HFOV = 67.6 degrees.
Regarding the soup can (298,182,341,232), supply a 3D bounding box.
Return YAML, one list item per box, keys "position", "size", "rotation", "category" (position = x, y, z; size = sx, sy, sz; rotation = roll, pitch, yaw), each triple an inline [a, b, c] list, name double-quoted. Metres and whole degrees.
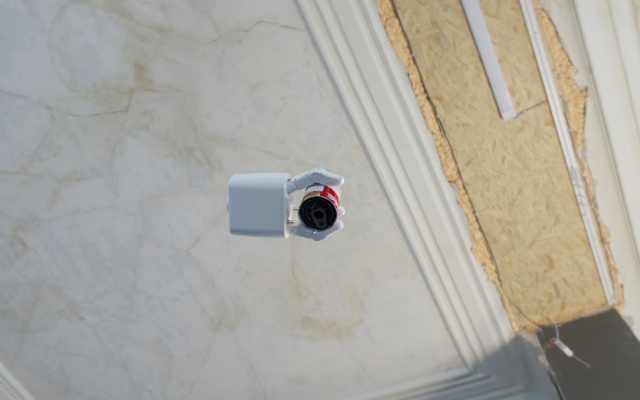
- position: [0.001, 0.003, 0.855]
  size: [0.068, 0.068, 0.102]
  rotation: [0, 24, 7]
  category: "soup can"
